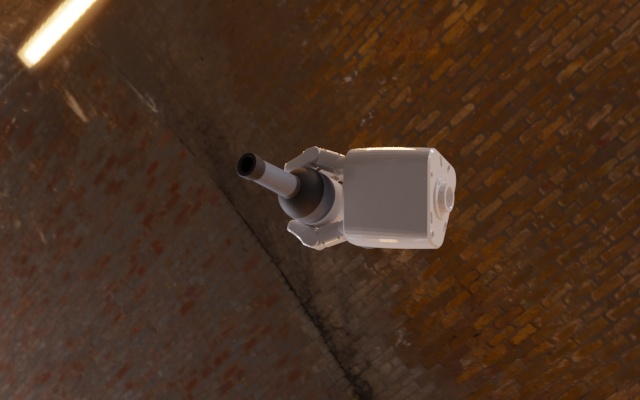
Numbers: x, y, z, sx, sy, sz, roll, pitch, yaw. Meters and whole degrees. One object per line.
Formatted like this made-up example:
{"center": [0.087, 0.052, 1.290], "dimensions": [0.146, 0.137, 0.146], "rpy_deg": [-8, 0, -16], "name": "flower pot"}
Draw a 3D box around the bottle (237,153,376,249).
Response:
{"center": [0.000, 0.002, 0.620], "dimensions": [0.069, 0.069, 0.296], "rpy_deg": [0, -16, 34], "name": "bottle"}
